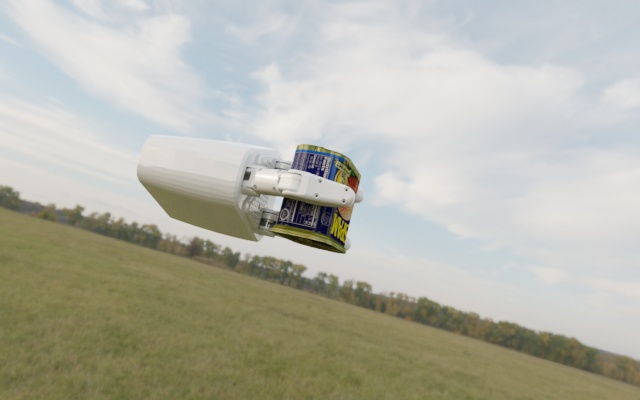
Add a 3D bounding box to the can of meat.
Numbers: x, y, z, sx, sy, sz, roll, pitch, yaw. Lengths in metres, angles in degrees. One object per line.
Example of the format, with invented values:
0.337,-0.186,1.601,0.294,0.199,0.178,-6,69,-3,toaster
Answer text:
0.000,0.001,0.462,0.057,0.084,0.102,11,-10,17,can of meat
